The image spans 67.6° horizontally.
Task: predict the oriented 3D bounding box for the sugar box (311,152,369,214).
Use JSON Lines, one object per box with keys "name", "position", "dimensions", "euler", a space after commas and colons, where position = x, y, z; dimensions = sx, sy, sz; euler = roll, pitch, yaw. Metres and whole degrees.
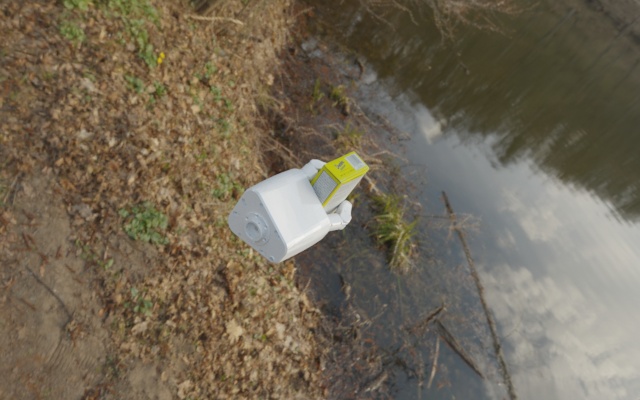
{"name": "sugar box", "position": [0.000, 0.002, 0.787], "dimensions": [0.093, 0.048, 0.176], "euler": [-27, -18, -51]}
